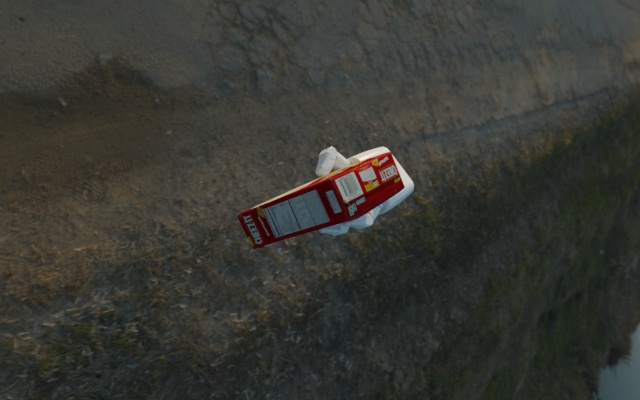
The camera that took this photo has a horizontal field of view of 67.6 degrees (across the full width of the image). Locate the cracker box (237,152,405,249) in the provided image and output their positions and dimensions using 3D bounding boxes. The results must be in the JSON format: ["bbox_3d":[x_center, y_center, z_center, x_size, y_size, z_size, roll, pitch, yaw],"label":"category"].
[{"bbox_3d":[0.000,0.002,0.756,0.214,0.072,0.164,-20,5,42],"label":"cracker box"}]
